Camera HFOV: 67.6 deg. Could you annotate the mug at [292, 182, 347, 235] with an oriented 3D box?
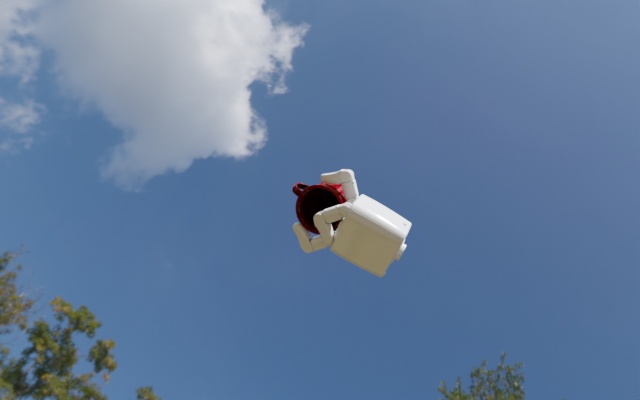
[{"bbox_3d":[-0.001,0.002,0.898,0.117,0.093,0.081,30,19,10],"label":"mug"}]
